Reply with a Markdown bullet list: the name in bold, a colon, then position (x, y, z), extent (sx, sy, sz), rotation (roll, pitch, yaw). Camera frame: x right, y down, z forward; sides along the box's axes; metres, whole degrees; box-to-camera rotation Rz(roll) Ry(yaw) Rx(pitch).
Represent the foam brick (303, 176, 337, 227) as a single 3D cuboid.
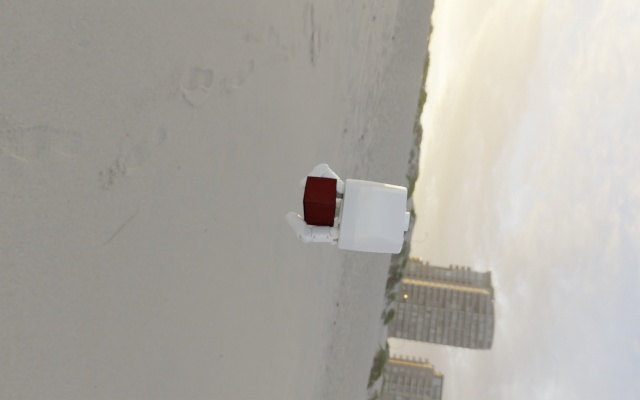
- **foam brick**: position (0.000, 0.003, 0.791), extent (0.051, 0.053, 0.078), rotation (6, -30, 4)
